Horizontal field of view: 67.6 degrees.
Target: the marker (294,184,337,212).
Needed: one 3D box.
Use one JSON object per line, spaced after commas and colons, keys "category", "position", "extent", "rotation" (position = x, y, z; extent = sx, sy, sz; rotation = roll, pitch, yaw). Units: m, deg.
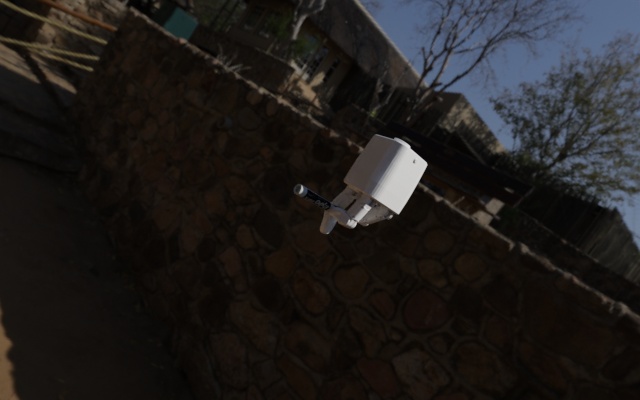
{"category": "marker", "position": [0.000, 0.003, 0.844], "extent": [0.020, 0.020, 0.121], "rotation": [0, -22, 44]}
